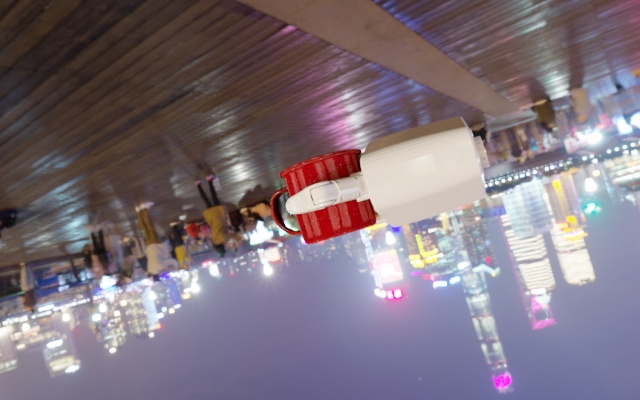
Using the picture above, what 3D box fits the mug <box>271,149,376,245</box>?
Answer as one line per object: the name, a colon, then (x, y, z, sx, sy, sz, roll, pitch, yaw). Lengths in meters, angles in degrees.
mug: (-0.001, 0.002, 0.515, 0.117, 0.081, 0.093, -18, -4, 17)
